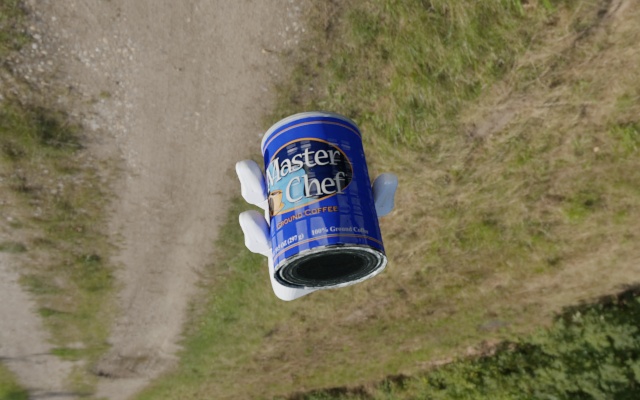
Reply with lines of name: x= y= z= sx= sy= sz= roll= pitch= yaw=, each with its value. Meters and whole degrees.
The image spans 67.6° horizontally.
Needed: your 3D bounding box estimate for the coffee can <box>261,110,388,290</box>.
coffee can: x=0.000 y=0.001 z=0.455 sx=0.103 sy=0.140 sz=0.103 roll=-7 pitch=-28 yaw=-4
